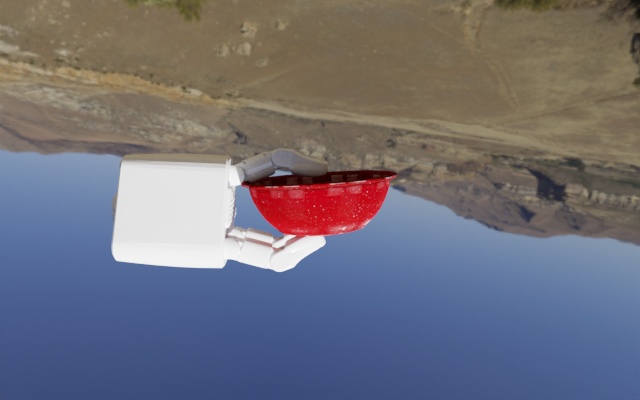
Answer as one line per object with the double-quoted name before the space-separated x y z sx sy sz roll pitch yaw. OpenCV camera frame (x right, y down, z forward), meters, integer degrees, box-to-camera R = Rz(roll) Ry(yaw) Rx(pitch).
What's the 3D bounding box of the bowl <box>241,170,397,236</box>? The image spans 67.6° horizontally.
"bowl" 0.001 0.002 0.500 0.162 0.055 0.162 -4 7 1
